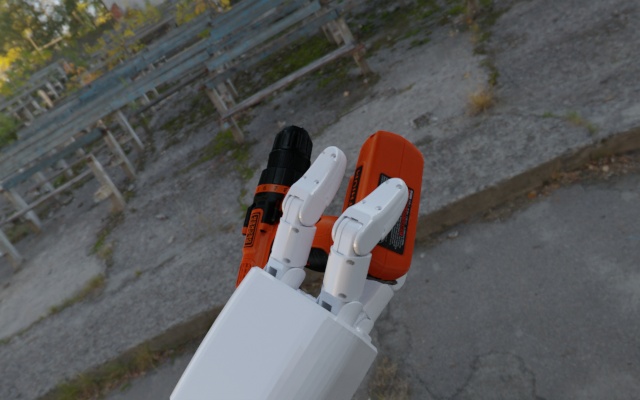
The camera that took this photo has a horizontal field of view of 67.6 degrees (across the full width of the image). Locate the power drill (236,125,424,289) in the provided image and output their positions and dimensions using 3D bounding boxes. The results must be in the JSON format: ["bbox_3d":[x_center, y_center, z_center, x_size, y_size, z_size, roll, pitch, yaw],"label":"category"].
[{"bbox_3d":[0.000,0.002,0.410,0.057,0.184,0.188,21,-20,-31],"label":"power drill"}]
